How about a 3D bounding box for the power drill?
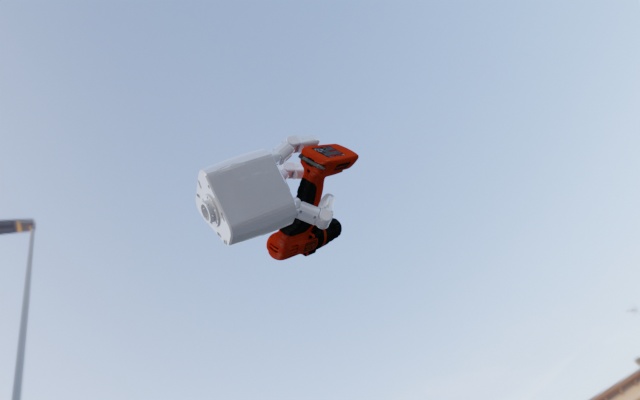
[{"bbox_3d":[0.000,0.002,0.788,0.057,0.188,0.184,28,24,26],"label":"power drill"}]
